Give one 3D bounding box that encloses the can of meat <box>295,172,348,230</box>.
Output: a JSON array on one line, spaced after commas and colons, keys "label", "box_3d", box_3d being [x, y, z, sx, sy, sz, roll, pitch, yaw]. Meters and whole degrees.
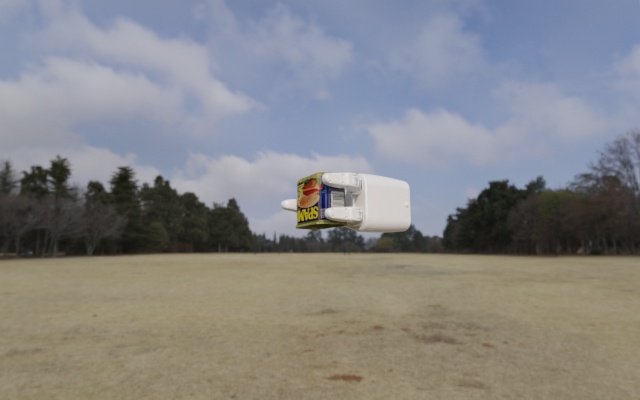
[{"label": "can of meat", "box_3d": [0.000, 0.002, 0.797, 0.057, 0.084, 0.102, 4, -10, -30]}]
